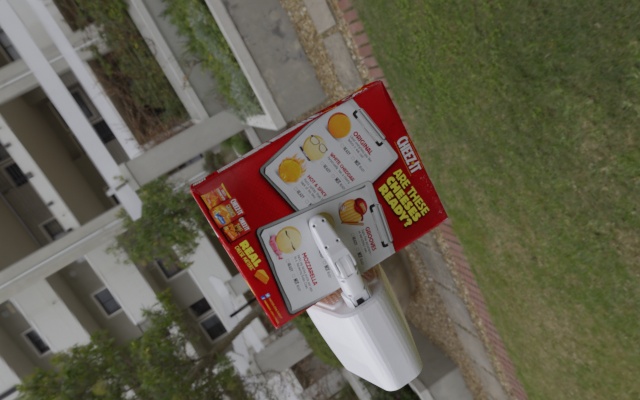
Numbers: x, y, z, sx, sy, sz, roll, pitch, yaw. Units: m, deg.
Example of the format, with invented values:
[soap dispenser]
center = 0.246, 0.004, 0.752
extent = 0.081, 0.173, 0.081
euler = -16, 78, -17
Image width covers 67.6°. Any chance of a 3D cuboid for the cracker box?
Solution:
[cracker box]
center = 0.000, 0.002, 0.496
extent = 0.213, 0.164, 0.072
euler = -31, 15, -10
